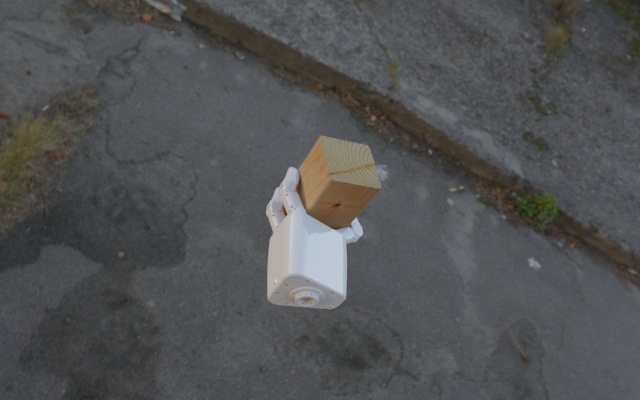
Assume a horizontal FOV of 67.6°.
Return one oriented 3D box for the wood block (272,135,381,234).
[{"bbox_3d":[0.001,0.003,0.779,0.091,0.090,0.206,9,-40,-27],"label":"wood block"}]
